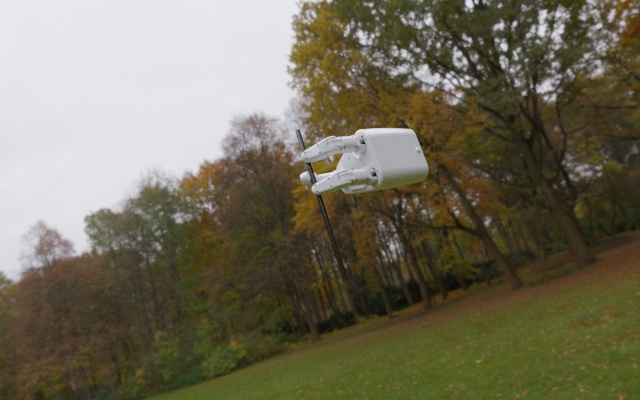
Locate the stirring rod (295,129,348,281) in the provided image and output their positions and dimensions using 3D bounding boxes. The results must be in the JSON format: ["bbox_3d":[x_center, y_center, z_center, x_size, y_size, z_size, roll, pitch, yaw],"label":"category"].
[{"bbox_3d":[0.000,0.002,0.711,0.011,0.239,0.011,-17,-14,-4],"label":"stirring rod"}]
